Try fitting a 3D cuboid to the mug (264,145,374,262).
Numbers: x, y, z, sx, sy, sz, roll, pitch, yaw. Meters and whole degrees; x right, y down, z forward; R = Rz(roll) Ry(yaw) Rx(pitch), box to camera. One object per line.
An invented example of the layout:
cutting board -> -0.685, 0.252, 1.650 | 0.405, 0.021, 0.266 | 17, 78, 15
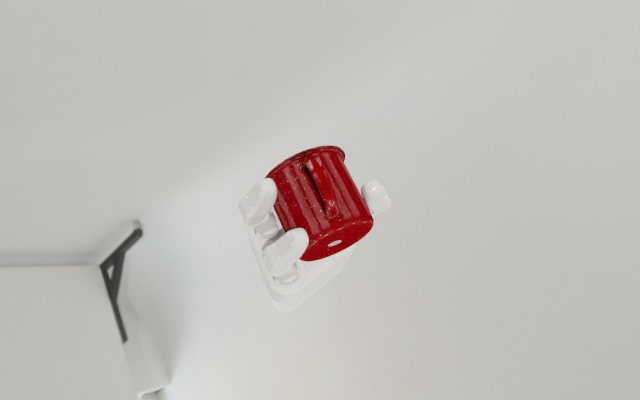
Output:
mug -> 0.000, 0.001, 0.452 | 0.093, 0.081, 0.117 | -22, -21, -13
